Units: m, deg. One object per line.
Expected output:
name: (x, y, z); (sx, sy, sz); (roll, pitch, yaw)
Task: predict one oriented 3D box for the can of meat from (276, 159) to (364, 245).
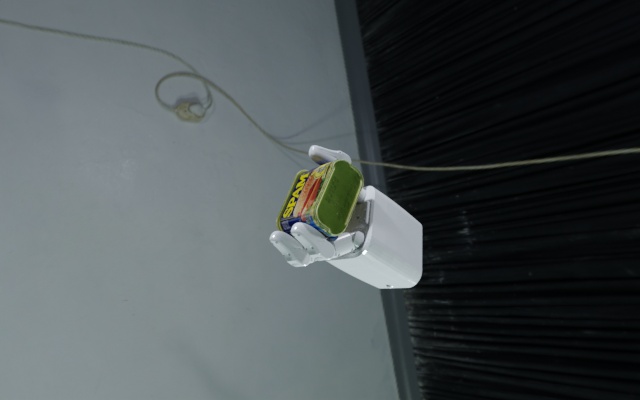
can of meat: (0.000, 0.002, 0.608); (0.057, 0.102, 0.084); (36, -28, -25)
